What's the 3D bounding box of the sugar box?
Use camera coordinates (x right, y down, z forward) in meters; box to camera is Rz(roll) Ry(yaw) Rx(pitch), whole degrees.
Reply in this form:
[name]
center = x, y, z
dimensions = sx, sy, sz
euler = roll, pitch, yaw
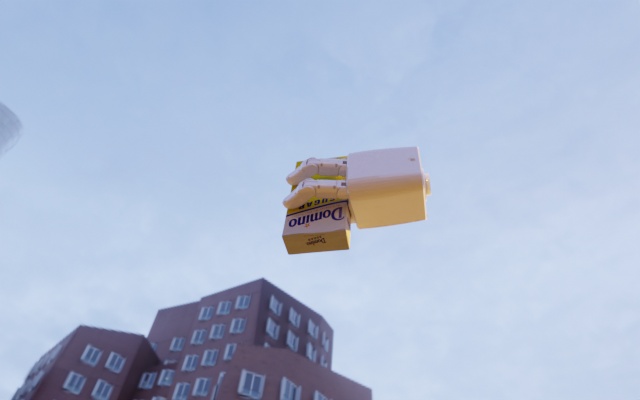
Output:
[sugar box]
center = 0.000, 0.002, 0.728
dimensions = 0.093, 0.048, 0.176
euler = -6, 38, 10
